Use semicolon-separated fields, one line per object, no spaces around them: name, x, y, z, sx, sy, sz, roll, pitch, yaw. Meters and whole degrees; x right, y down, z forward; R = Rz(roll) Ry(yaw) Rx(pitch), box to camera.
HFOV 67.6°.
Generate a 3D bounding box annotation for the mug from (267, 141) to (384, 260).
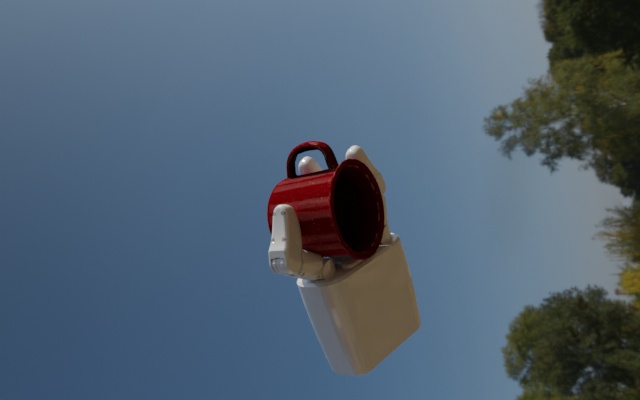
mug;-0.001;0.000;0.455;0.081;0.117;0.093;-9;15;35
